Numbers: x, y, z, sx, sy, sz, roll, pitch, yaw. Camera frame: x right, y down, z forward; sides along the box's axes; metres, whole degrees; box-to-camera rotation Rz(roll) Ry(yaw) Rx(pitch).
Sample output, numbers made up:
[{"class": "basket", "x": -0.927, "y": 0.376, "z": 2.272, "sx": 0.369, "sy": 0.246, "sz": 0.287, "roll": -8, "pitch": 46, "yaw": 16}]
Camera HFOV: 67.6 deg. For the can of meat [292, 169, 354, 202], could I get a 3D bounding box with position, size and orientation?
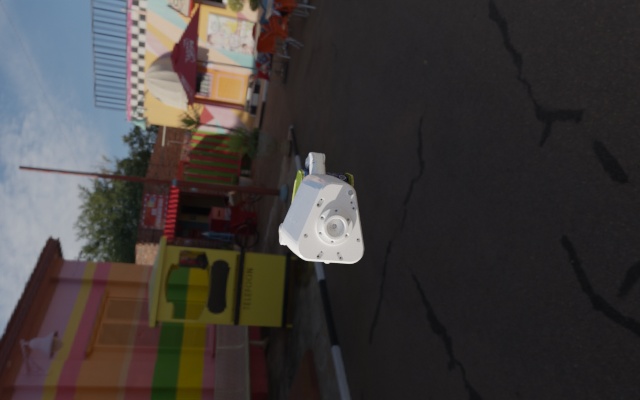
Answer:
[{"class": "can of meat", "x": 0.000, "y": 0.002, "z": 0.764, "sx": 0.084, "sy": 0.102, "sz": 0.057, "roll": 6, "pitch": 10, "yaw": -14}]
